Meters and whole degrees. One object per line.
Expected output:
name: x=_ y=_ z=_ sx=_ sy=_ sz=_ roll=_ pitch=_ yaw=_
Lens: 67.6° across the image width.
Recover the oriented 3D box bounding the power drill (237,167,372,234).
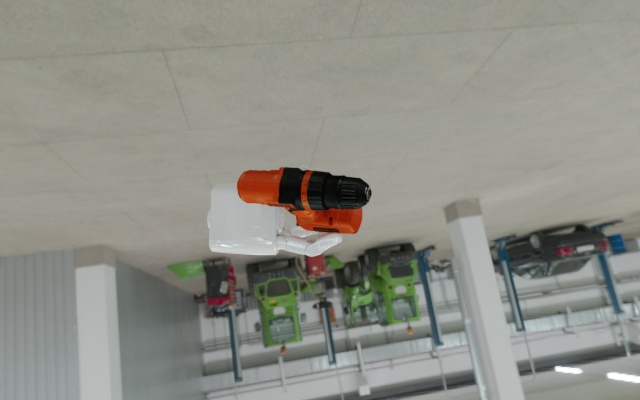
power drill: x=0.000 y=0.002 z=0.680 sx=0.184 sy=0.057 sz=0.188 roll=6 pitch=-14 yaw=22
